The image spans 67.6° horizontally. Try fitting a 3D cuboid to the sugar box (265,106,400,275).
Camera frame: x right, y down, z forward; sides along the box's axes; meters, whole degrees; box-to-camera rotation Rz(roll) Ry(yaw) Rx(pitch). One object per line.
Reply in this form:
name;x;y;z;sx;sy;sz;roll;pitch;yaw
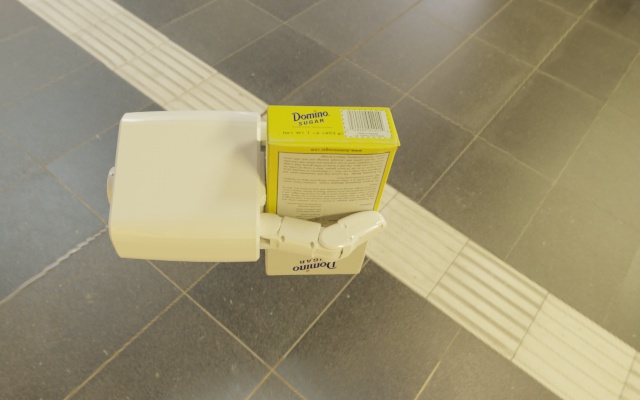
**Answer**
sugar box;0.000;0.001;0.401;0.093;0.048;0.176;0;-36;-8
